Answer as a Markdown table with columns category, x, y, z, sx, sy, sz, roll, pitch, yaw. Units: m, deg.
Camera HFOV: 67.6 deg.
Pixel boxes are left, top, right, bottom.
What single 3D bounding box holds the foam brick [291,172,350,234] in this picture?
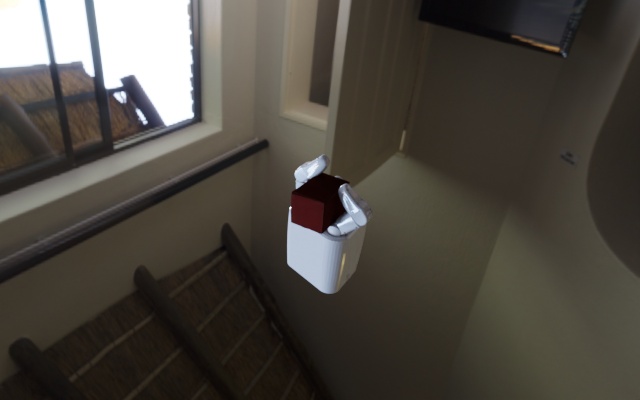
| category | x | y | z | sx | sy | sz | roll | pitch | yaw |
| --- | --- | --- | --- | --- | --- | --- | --- | --- | --- |
| foam brick | 0.000 | 0.002 | 0.672 | 0.053 | 0.051 | 0.078 | 20 | 33 | 23 |
